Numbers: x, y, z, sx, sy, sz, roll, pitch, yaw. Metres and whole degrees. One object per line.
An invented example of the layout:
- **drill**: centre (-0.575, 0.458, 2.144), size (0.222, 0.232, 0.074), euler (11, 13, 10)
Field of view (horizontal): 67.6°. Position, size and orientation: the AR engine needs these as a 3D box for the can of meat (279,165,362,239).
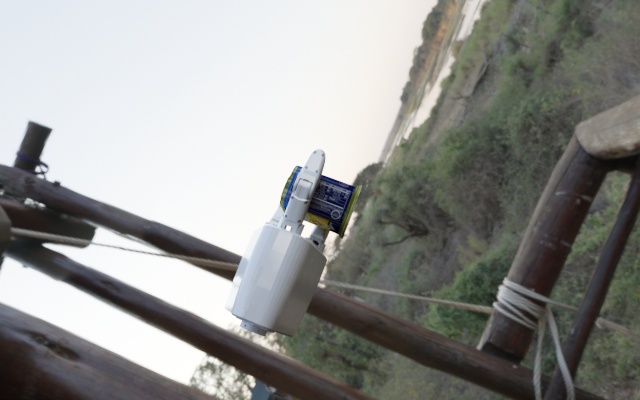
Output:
- **can of meat**: centre (0.000, 0.002, 0.586), size (0.084, 0.057, 0.102), euler (21, -11, 4)
